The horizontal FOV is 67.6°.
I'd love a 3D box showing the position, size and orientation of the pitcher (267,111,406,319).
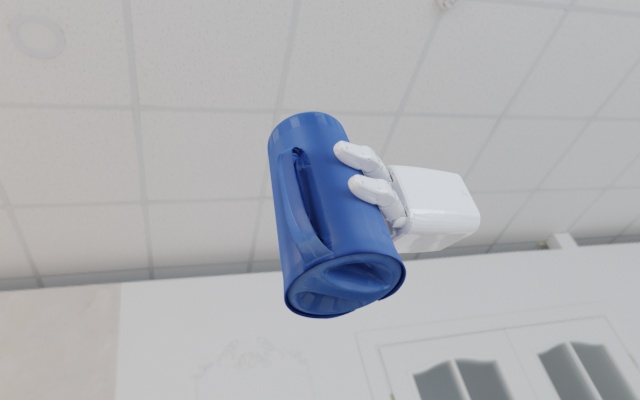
[{"bbox_3d":[0.000,0.002,0.568,0.145,0.242,0.149,3,-41,-22],"label":"pitcher"}]
